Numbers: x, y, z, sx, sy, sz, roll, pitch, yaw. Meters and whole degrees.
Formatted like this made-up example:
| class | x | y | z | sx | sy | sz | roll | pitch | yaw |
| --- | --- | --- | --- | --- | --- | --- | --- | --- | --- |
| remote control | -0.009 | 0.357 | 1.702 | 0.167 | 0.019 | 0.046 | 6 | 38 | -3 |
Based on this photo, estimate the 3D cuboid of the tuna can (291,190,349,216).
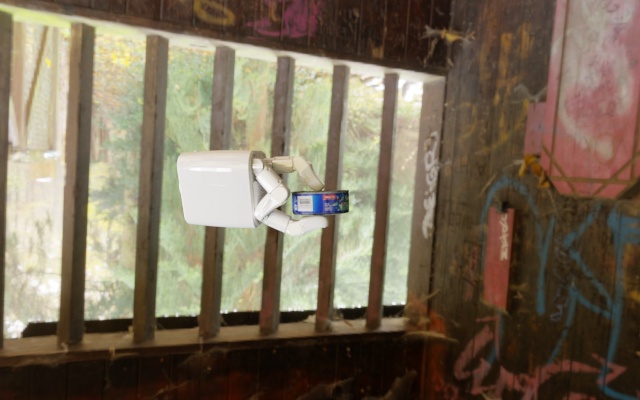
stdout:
| class | x | y | z | sx | sy | sz | roll | pitch | yaw |
| --- | --- | --- | --- | --- | --- | --- | --- | --- | --- |
| tuna can | 0.000 | 0.003 | 0.704 | 0.086 | 0.034 | 0.086 | -2 | 2 | 0 |
